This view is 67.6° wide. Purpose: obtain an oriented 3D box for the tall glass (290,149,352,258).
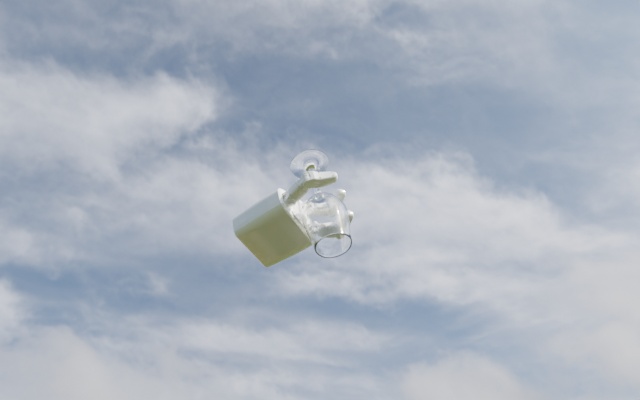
[{"bbox_3d":[0.000,0.002,0.826,0.079,0.200,0.079,-9,-44,-9],"label":"tall glass"}]
